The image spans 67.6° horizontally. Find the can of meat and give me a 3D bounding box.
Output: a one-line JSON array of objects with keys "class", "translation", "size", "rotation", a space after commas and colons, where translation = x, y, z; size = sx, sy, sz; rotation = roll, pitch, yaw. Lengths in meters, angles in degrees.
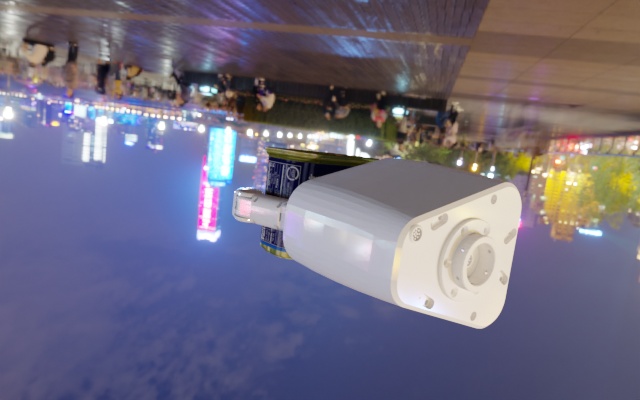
[{"class": "can of meat", "translation": [0.000, 0.002, 0.404], "size": [0.102, 0.084, 0.057], "rotation": [0, 10, -41]}]
